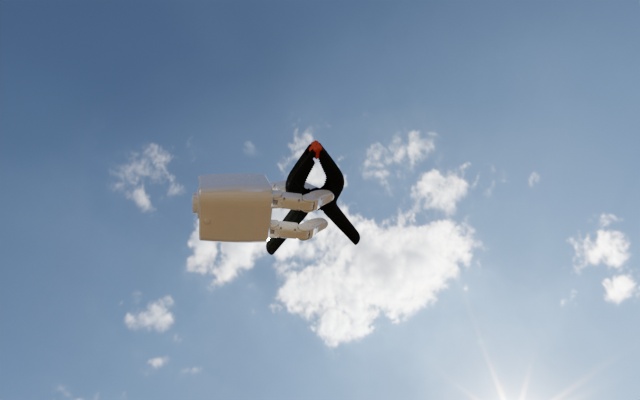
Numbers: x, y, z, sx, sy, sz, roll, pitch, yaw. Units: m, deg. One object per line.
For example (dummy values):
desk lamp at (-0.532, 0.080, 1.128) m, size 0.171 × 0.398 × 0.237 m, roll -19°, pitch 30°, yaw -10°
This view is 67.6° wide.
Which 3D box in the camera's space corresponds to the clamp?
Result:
clamp at (0.000, 0.002, 0.780) m, size 0.164 × 0.210 × 0.036 m, roll 0°, pitch 34°, yaw -15°
